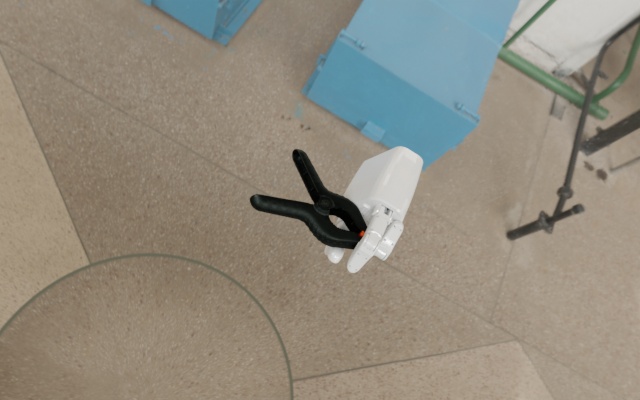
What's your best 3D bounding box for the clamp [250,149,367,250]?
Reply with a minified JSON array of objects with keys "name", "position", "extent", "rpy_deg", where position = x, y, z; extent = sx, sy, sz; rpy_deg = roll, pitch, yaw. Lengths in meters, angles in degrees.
[{"name":"clamp","position":[0.000,0.002,0.665],"extent":[0.171,0.120,0.039],"rpy_deg":[31,-30,-6]}]
